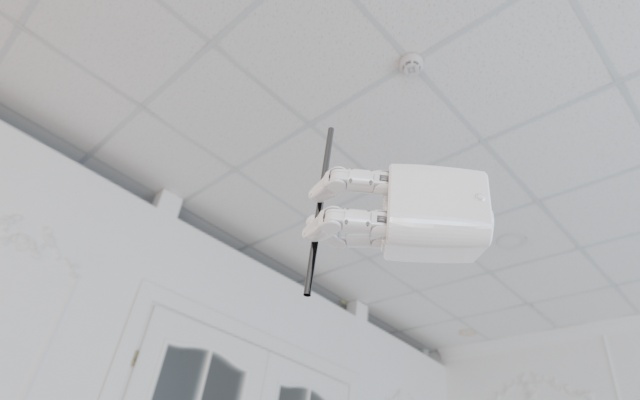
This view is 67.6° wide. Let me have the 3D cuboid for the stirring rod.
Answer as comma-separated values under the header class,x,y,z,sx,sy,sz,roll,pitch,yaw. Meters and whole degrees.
class,x,y,z,sx,sy,sz,roll,pitch,yaw
stirring rod,0.000,0.002,0.567,0.011,0.239,0.011,5,-35,4
